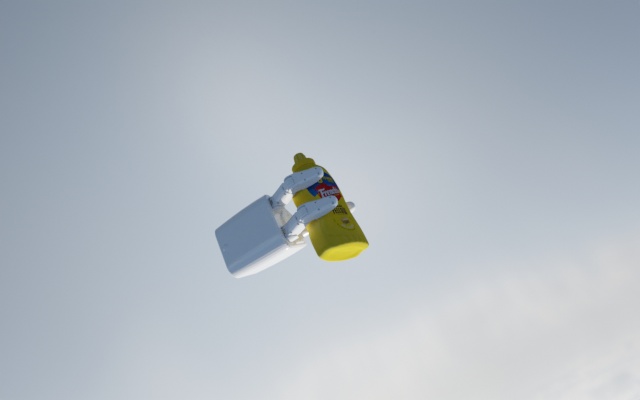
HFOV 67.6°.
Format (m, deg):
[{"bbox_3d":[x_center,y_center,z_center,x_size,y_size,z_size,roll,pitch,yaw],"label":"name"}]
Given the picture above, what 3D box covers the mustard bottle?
[{"bbox_3d":[0.000,0.002,0.756,0.096,0.191,0.058,3,-39,-45],"label":"mustard bottle"}]
